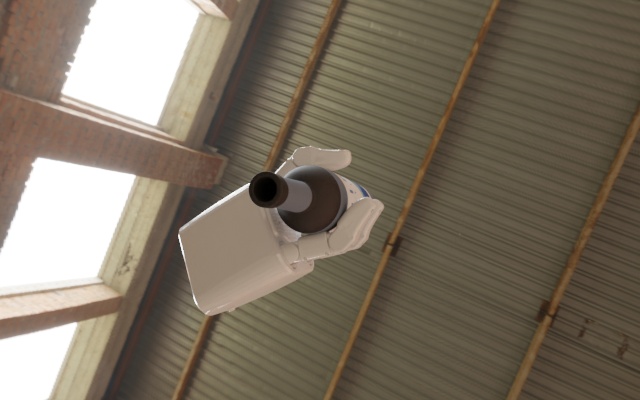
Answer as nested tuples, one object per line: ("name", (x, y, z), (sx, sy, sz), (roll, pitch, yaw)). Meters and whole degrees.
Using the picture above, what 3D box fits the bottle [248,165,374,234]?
("bottle", (0.000, 0.002, 0.493), (0.069, 0.069, 0.296), (0, -4, 16))
